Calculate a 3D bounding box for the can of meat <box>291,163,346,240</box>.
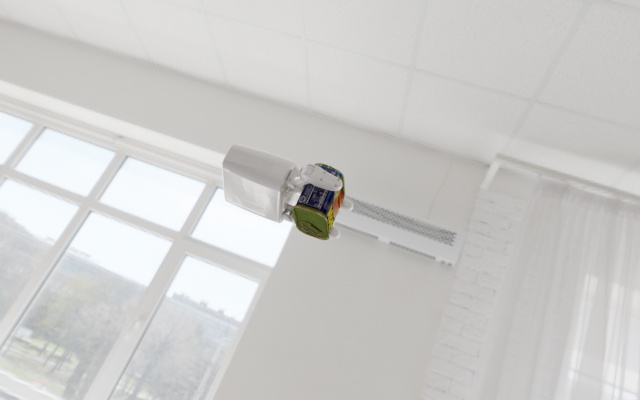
[{"bbox_3d":[0.000,0.002,0.749,0.057,0.084,0.102,18,-24,13],"label":"can of meat"}]
